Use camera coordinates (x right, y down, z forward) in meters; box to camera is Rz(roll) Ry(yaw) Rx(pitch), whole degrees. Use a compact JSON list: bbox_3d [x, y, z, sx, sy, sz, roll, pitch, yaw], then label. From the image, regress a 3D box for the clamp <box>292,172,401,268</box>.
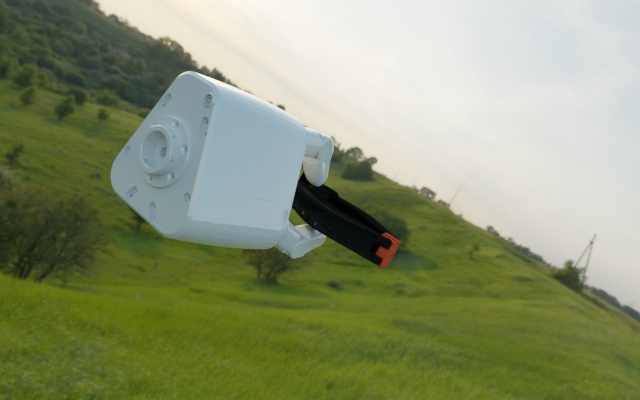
[{"bbox_3d":[0.001,0.001,0.501,0.210,0.036,0.164,33,12,29],"label":"clamp"}]
